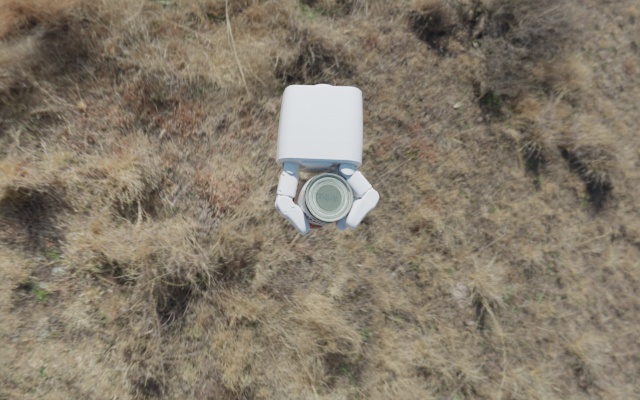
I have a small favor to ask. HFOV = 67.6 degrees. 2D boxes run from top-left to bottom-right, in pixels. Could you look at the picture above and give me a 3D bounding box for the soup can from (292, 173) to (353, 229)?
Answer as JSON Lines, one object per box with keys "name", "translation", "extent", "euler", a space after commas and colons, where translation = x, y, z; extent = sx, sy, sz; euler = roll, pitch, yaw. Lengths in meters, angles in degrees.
{"name": "soup can", "translation": [0.000, 0.003, 0.669], "extent": [0.068, 0.068, 0.102], "euler": [0, -7, -14]}
